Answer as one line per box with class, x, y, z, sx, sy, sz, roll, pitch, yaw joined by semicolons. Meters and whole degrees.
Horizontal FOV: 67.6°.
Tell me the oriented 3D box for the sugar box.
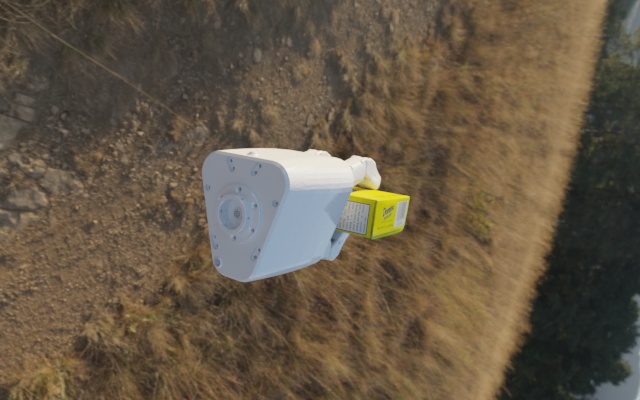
sugar box;0.000;0.001;0.537;0.176;0.048;0.093;14;9;29
